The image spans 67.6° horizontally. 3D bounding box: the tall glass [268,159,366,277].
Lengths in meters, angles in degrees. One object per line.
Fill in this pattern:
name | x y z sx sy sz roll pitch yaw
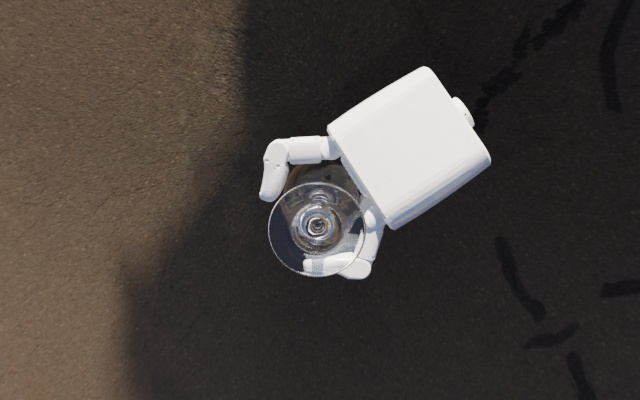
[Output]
tall glass | 0.000 0.002 0.456 0.079 0.079 0.201 0 12 1
